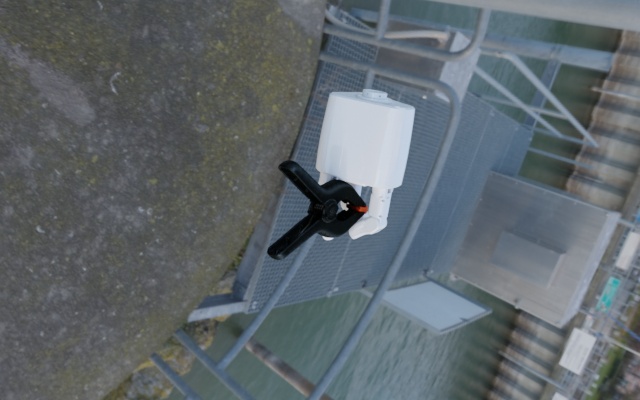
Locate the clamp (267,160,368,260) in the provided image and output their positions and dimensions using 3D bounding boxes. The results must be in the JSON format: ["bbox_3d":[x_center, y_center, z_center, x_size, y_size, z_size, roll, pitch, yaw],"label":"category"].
[{"bbox_3d":[0.001,0.002,0.618,0.039,0.120,0.171,22,24,36],"label":"clamp"}]
